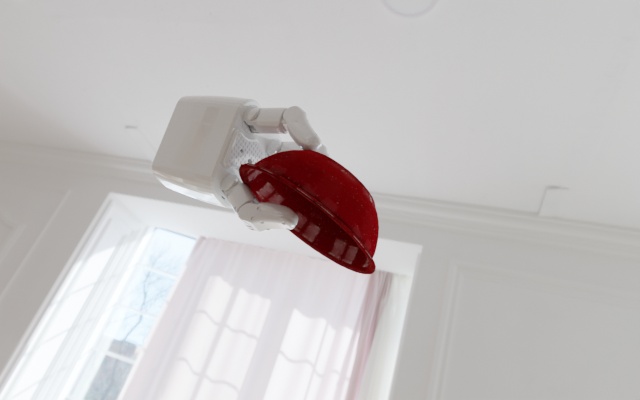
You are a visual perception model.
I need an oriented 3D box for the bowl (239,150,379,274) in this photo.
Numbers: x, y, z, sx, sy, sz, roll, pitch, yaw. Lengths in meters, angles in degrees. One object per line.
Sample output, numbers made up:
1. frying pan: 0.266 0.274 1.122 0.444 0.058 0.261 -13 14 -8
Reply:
1. bowl: 0.001 0.002 0.463 0.162 0.055 0.162 35 -16 12
